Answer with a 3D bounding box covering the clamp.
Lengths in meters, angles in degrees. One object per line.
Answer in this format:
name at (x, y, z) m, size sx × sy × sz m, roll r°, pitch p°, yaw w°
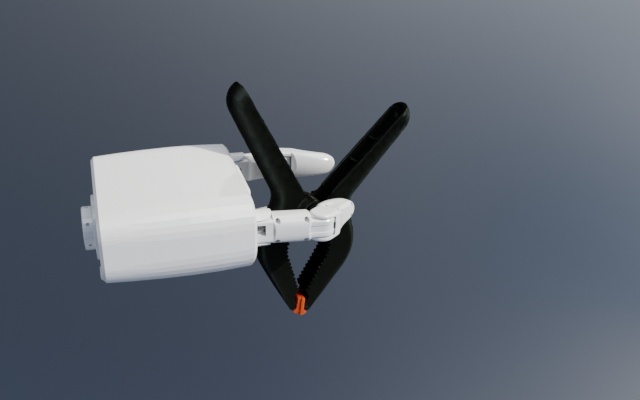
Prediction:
clamp at (0.000, 0.002, 0.426) m, size 0.164 × 0.210 × 0.036 m, roll -6°, pitch 21°, yaw -22°
